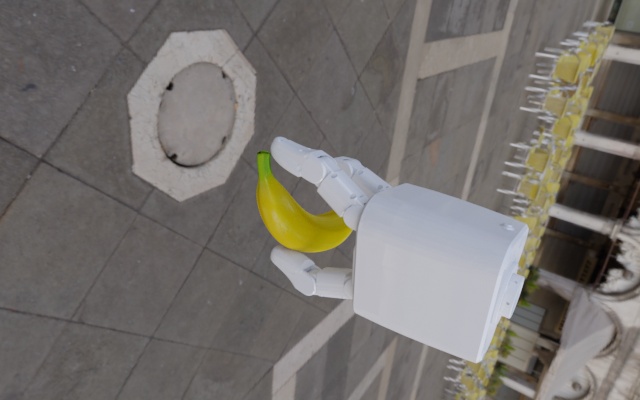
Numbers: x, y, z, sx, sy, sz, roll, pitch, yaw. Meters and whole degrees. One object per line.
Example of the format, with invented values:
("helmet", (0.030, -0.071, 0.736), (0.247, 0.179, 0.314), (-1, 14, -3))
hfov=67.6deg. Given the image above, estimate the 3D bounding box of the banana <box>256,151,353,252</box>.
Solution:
("banana", (-0.008, 0.018, 0.466), (0.037, 0.069, 0.198), (17, -7, 29))
